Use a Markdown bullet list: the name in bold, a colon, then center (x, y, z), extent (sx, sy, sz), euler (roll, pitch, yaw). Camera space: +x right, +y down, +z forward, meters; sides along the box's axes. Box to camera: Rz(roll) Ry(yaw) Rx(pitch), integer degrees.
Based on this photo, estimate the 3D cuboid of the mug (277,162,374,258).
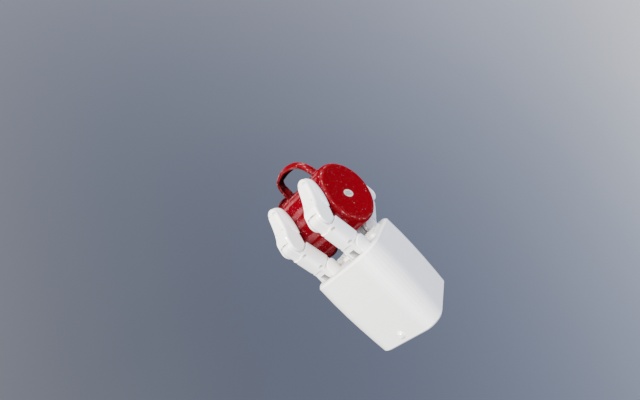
- **mug**: center (-0.001, 0.001, 0.564), extent (0.081, 0.117, 0.093), euler (-44, 2, 37)
